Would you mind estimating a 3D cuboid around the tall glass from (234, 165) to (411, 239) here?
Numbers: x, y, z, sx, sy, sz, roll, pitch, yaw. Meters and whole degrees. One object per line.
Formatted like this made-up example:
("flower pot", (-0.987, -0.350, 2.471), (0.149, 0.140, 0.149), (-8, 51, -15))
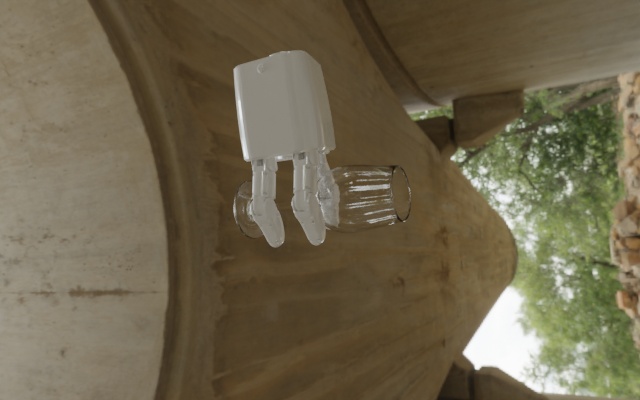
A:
("tall glass", (0.000, 0.002, 0.560), (0.201, 0.079, 0.079), (-6, -3, 28))
